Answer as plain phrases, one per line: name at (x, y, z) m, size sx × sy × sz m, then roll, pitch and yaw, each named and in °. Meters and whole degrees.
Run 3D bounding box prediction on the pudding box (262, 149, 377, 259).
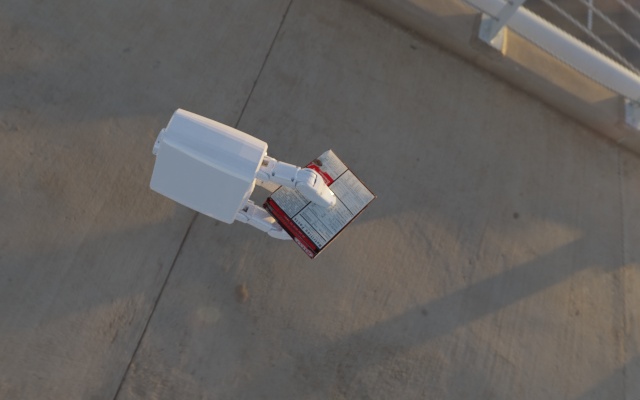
pudding box at (0.000, 0.002, 0.583) m, size 0.113 × 0.090 × 0.039 m, roll -41°, pitch -3°, yaw -28°
